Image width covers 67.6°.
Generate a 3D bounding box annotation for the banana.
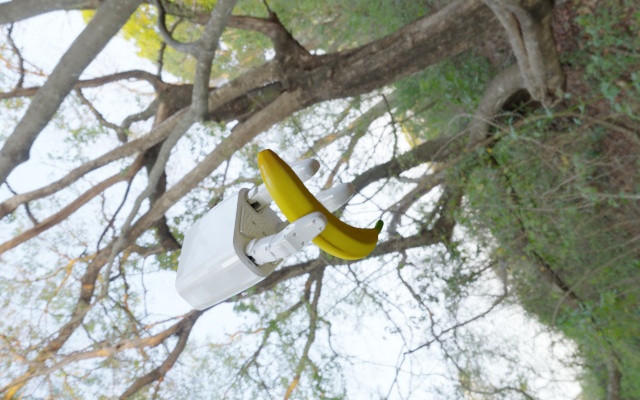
[{"bbox_3d":[0.003,0.018,0.510,0.037,0.069,0.198,-29,-43,30],"label":"banana"}]
